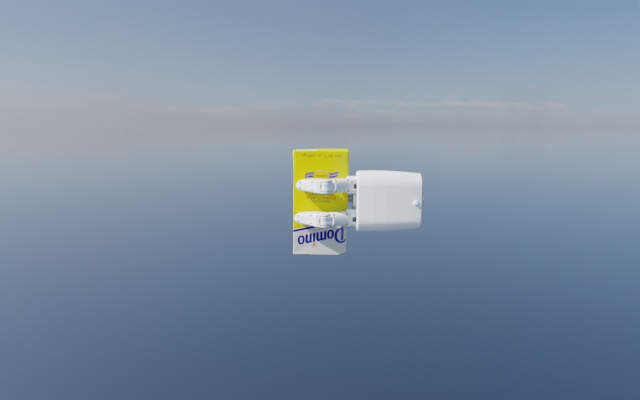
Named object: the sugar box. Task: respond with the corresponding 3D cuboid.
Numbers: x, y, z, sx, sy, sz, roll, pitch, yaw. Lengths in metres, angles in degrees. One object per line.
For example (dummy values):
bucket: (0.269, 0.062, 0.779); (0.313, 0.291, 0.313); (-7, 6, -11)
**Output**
sugar box: (0.000, 0.003, 0.801); (0.093, 0.176, 0.048); (0, 9, 0)
